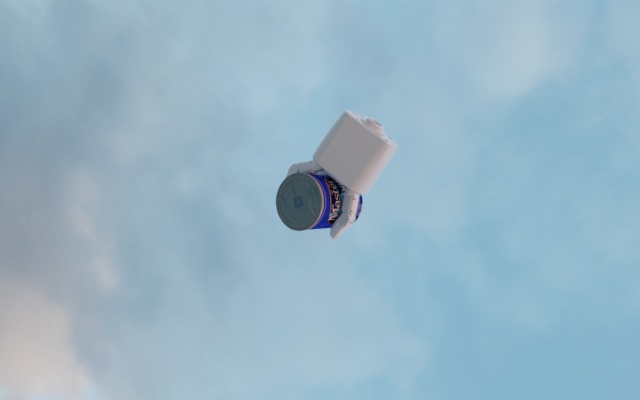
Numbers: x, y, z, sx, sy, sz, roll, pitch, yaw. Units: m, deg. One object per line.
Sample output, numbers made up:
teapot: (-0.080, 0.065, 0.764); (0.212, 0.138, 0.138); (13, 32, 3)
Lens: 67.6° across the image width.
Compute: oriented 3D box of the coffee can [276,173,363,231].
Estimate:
coffee can: (0.000, 0.003, 0.893); (0.103, 0.103, 0.140); (0, 0, 35)
